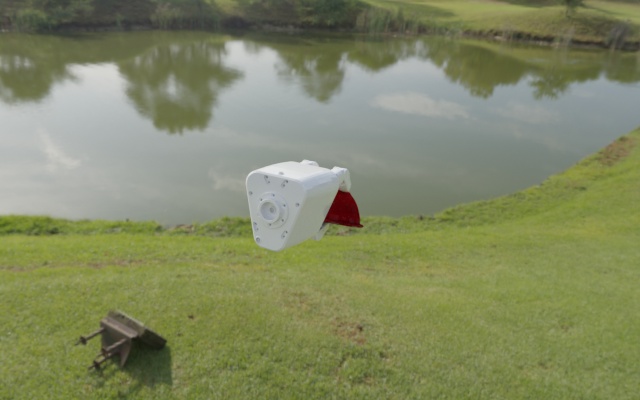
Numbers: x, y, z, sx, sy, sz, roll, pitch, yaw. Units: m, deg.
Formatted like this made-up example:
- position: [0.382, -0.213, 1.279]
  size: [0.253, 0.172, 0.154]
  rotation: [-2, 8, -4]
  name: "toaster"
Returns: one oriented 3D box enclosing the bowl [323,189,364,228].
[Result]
- position: [0.000, 0.002, 0.818]
  size: [0.162, 0.055, 0.162]
  rotation: [13, 1, 0]
  name: "bowl"
